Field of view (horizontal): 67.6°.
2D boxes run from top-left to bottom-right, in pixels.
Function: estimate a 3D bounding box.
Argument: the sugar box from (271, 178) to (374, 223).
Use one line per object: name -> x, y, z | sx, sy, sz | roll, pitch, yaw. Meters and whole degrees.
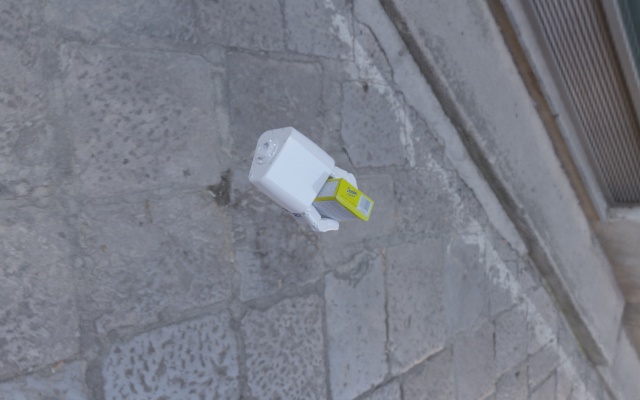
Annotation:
sugar box -> 0.000, 0.002, 0.878 | 0.176, 0.048, 0.093 | 0, -28, 47
